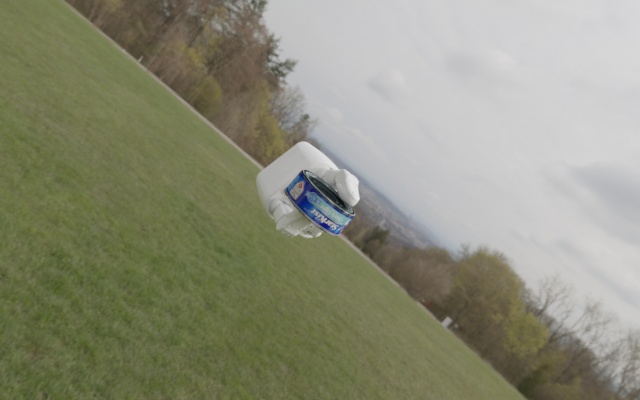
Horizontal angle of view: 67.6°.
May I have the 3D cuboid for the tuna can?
[{"bbox_3d":[0.000,0.001,0.571,0.086,0.034,0.086,40,11,-9],"label":"tuna can"}]
